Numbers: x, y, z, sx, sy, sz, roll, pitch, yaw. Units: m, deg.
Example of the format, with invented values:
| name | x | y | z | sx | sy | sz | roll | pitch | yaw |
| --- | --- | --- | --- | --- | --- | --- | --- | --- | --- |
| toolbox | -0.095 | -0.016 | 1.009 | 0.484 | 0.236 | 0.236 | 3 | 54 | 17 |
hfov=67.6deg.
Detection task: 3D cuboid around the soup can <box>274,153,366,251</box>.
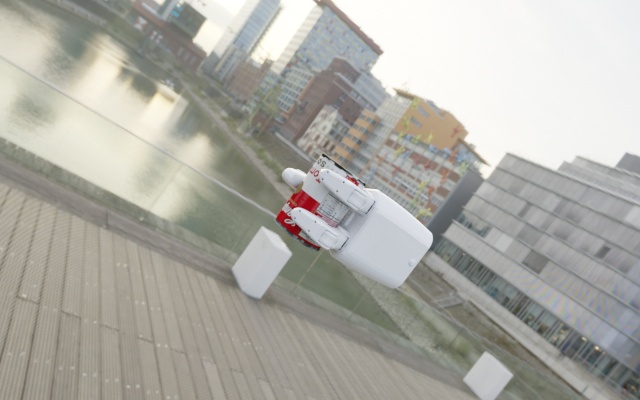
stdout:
| name | x | y | z | sx | sy | sz | roll | pitch | yaw |
| --- | --- | --- | --- | --- | --- | --- | --- | --- | --- |
| soup can | 0.000 | 0.001 | 0.586 | 0.068 | 0.102 | 0.068 | 36 | 5 | -3 |
